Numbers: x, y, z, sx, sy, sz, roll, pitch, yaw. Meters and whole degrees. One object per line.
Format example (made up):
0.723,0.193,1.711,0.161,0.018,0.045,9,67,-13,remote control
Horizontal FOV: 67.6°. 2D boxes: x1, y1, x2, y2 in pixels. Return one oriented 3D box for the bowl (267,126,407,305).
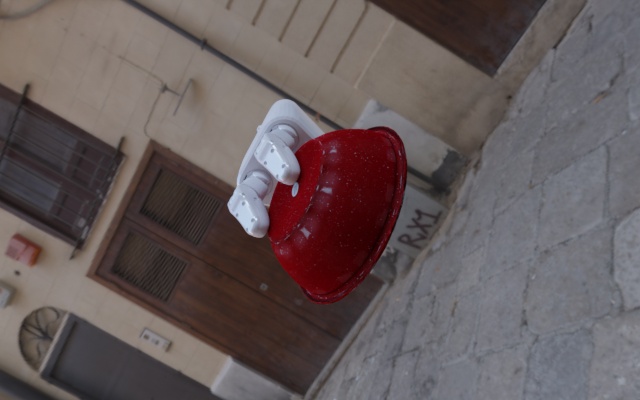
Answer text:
0.000,0.001,0.399,0.055,0.162,0.162,23,-10,-24,bowl
